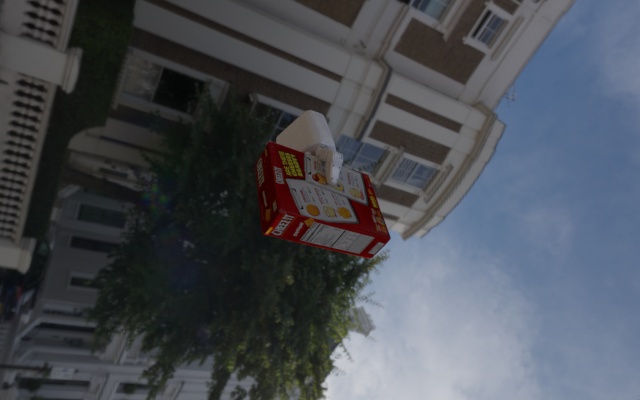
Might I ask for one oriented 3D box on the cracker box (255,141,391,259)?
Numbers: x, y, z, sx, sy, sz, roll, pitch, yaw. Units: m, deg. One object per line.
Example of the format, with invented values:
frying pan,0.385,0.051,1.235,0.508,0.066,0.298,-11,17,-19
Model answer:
cracker box,0.000,0.003,0.823,0.214,0.164,0.072,15,-50,-27
